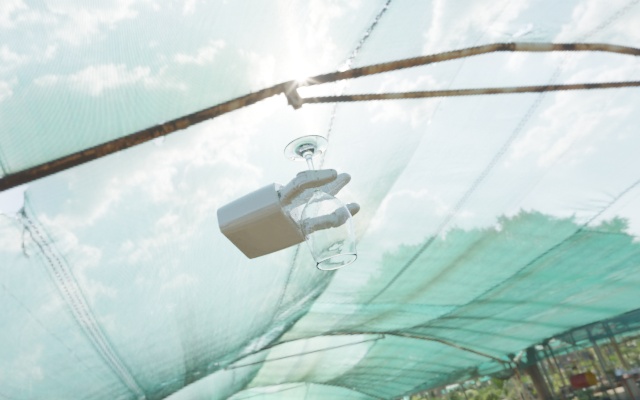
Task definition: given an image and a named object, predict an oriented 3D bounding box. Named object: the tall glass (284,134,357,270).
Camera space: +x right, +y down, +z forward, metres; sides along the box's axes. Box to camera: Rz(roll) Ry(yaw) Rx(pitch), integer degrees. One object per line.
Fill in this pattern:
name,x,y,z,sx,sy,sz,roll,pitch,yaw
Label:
tall glass,0.000,0.002,0.730,0.079,0.201,0.079,-13,-25,-6
